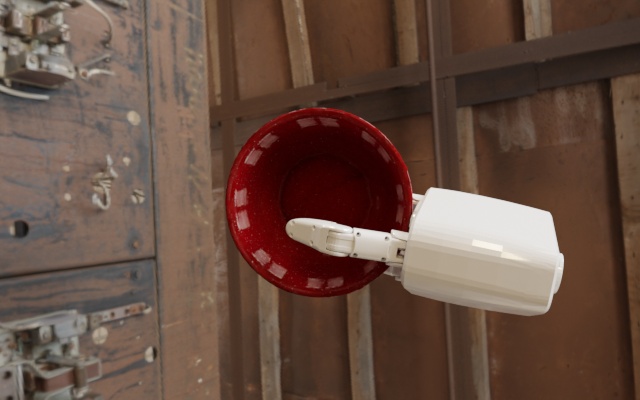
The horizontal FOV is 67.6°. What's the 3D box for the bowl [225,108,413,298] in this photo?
[{"bbox_3d":[-0.001,0.001,0.429,0.162,0.162,0.055,0,5,8],"label":"bowl"}]
